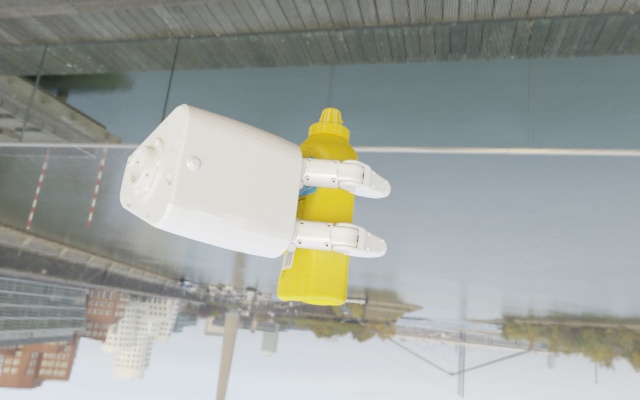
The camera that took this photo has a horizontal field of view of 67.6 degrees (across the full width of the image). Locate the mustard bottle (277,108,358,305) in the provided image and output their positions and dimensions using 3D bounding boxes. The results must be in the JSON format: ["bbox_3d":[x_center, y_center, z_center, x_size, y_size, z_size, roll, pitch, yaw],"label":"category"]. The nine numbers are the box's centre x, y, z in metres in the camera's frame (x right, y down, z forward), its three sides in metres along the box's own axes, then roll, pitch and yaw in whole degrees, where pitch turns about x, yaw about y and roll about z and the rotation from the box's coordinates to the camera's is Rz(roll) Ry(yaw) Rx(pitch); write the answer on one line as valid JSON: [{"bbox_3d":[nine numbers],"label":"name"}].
[{"bbox_3d":[0.000,0.002,0.460,0.058,0.191,0.096,10,-15,-16],"label":"mustard bottle"}]
